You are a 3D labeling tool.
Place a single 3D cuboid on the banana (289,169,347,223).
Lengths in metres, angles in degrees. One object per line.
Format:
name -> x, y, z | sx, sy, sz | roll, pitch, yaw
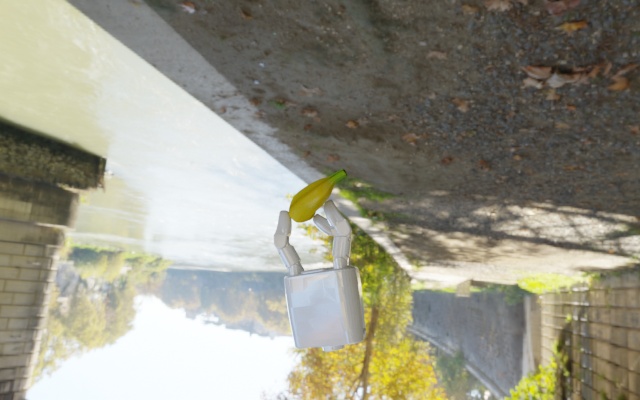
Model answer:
banana -> -0.016, 0.007, 0.717 | 0.069, 0.037, 0.198 | -18, -10, -19
